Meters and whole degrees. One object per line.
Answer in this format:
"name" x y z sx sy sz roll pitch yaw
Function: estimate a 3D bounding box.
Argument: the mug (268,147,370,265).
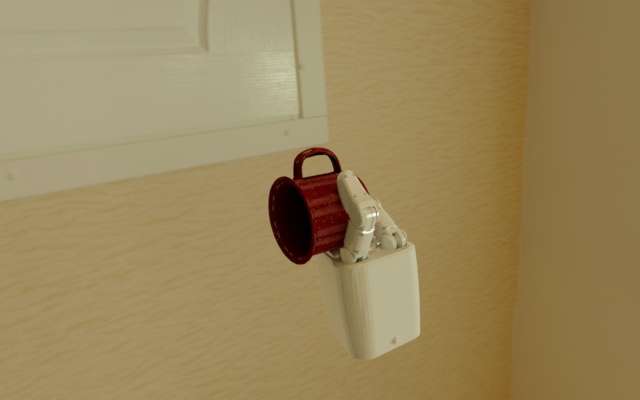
"mug" 0.000 0.000 0.508 0.081 0.117 0.093 -13 13 -32
